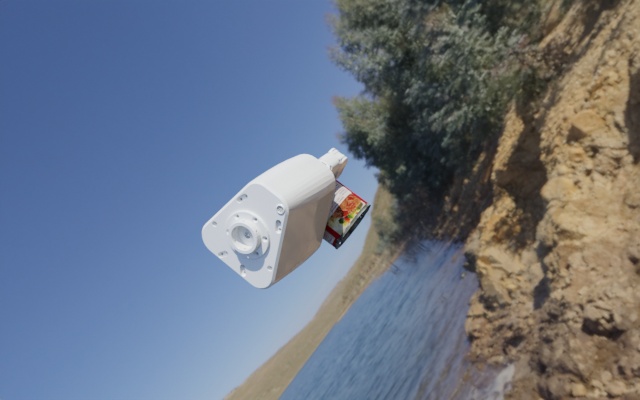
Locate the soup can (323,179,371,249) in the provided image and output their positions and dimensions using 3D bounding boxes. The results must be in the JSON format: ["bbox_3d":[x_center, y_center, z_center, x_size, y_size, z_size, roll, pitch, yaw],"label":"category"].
[{"bbox_3d":[0.000,0.001,0.578,0.102,0.068,0.068,37,7,10],"label":"soup can"}]
